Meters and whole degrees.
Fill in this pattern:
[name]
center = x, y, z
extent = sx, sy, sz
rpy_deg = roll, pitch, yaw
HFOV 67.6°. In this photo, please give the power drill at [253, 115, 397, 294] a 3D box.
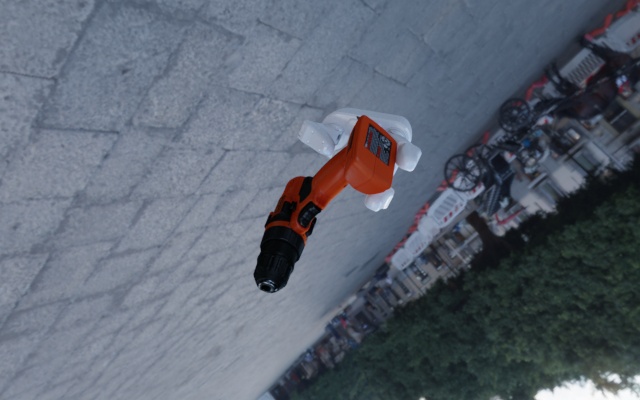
[power drill]
center = 0.000, 0.001, 0.544
extent = 0.057, 0.184, 0.188
rpy_deg = 37, -52, -19
